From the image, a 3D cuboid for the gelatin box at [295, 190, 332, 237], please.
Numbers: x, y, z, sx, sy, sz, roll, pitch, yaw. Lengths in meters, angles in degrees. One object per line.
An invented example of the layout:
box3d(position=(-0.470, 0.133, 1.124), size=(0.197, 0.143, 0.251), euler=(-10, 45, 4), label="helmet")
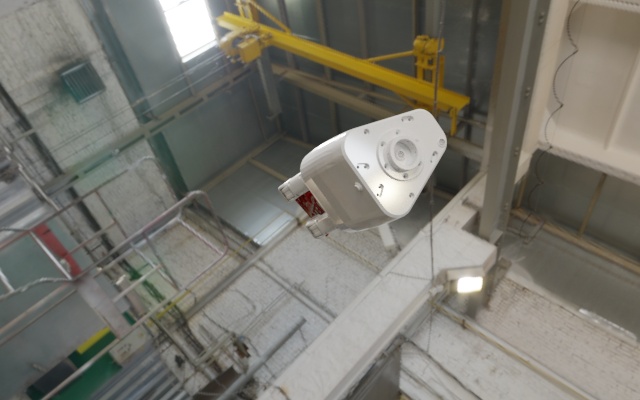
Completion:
box3d(position=(0.000, 0.002, 0.606), size=(0.030, 0.073, 0.089), euler=(-39, -7, -17), label="gelatin box")
